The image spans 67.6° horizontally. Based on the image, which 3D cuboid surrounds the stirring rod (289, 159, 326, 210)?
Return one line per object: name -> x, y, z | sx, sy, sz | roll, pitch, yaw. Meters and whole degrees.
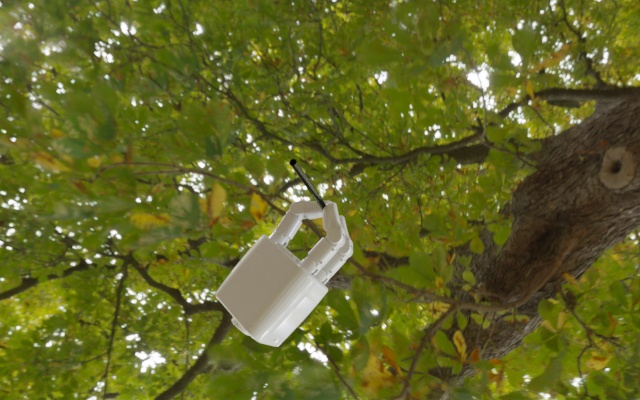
stirring rod -> 0.000, 0.002, 0.616 | 0.011, 0.011, 0.240 | 0, -21, 15
